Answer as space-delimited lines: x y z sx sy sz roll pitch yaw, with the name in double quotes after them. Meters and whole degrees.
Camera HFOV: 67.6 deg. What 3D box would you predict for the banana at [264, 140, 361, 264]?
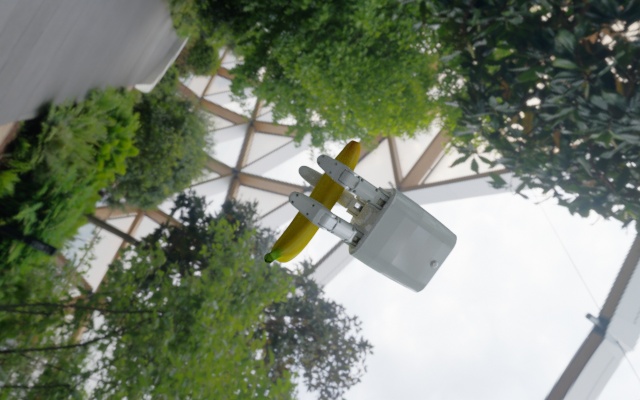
-0.005 0.009 0.618 0.037 0.197 0.070 34 -18 1 "banana"
